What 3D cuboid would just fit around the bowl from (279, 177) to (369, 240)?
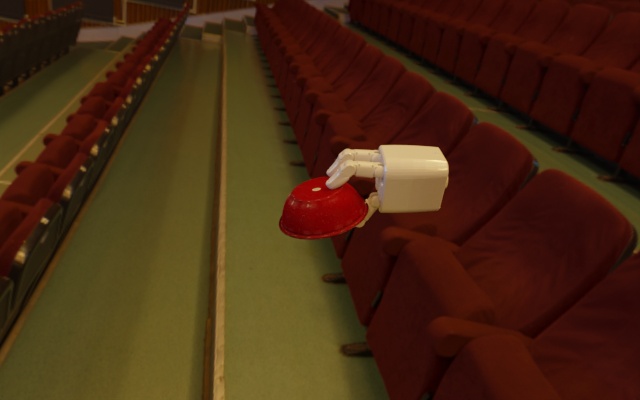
[{"bbox_3d":[-0.001,0.003,0.828,0.162,0.055,0.162,-11,26,5],"label":"bowl"}]
